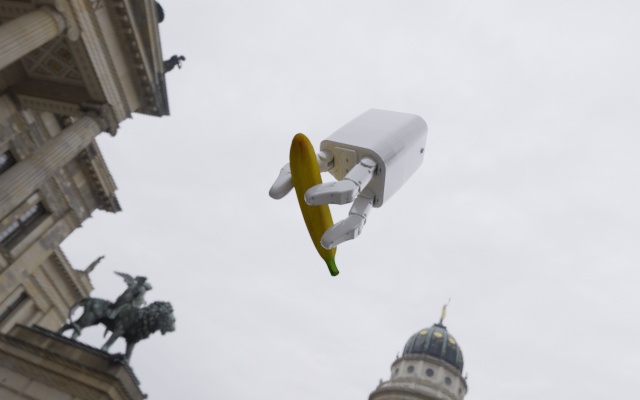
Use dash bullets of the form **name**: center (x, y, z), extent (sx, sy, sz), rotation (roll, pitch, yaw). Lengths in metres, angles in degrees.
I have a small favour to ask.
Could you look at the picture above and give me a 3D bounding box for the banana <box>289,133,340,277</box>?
- **banana**: center (-0.006, -0.001, 0.611), extent (0.037, 0.198, 0.069), rotation (-24, 26, -15)
